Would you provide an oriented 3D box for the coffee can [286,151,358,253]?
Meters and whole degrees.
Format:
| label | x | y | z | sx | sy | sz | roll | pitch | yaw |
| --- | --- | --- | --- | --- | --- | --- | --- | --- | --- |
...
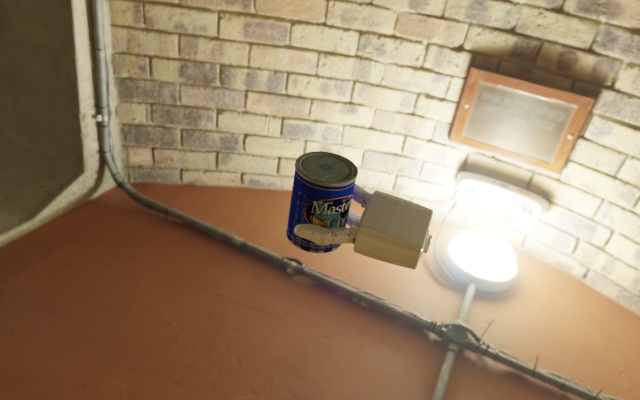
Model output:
| label | x | y | z | sx | sy | sz | roll | pitch | yaw |
| --- | --- | --- | --- | --- | --- | --- | --- | --- | --- |
| coffee can | 0.000 | 0.002 | 0.805 | 0.103 | 0.140 | 0.102 | 7 | 33 | -5 |
